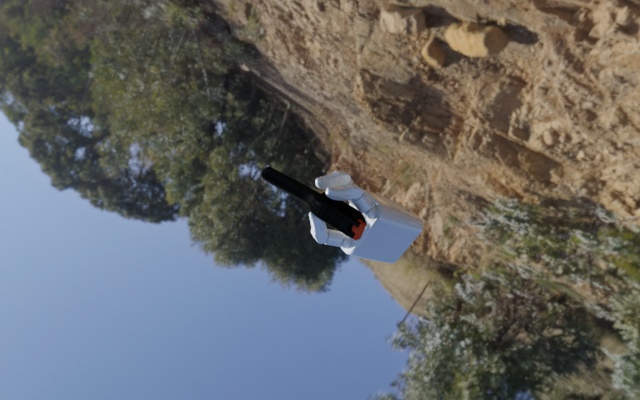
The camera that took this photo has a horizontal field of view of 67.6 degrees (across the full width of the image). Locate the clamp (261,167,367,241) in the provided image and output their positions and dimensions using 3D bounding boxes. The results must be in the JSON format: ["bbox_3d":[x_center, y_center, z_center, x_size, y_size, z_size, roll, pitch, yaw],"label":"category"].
[{"bbox_3d":[0.000,0.004,0.781,0.164,0.036,0.210,16,15,-30],"label":"clamp"}]
